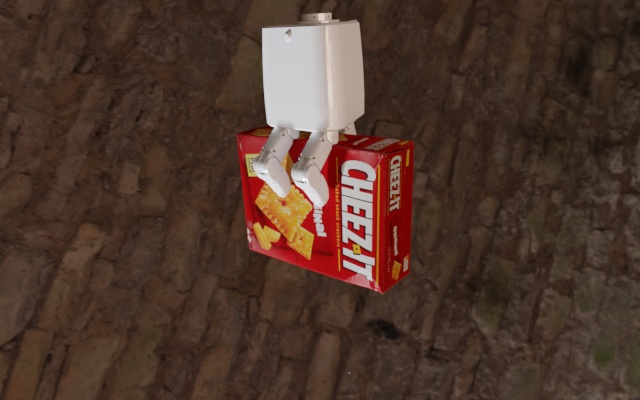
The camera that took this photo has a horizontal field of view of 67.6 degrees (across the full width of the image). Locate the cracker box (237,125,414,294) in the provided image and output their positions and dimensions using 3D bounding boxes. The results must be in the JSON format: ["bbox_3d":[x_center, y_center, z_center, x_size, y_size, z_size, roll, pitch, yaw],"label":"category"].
[{"bbox_3d":[0.000,0.002,0.579,0.213,0.164,0.072,13,25,36],"label":"cracker box"}]
